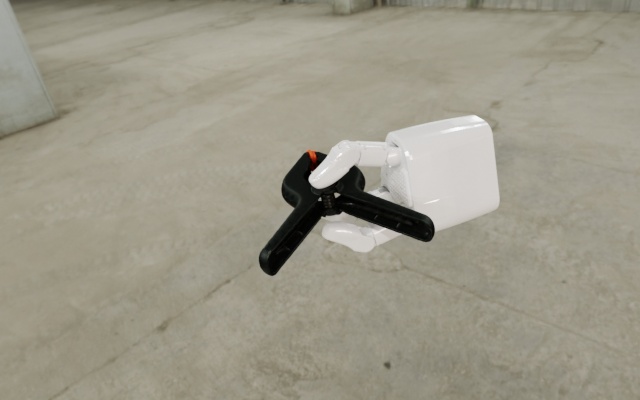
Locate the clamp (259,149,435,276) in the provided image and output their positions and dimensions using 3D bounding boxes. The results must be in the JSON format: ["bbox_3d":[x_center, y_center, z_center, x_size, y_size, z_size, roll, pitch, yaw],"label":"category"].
[{"bbox_3d":[0.000,0.001,0.507,0.164,0.036,0.210,-14,31,-12],"label":"clamp"}]
